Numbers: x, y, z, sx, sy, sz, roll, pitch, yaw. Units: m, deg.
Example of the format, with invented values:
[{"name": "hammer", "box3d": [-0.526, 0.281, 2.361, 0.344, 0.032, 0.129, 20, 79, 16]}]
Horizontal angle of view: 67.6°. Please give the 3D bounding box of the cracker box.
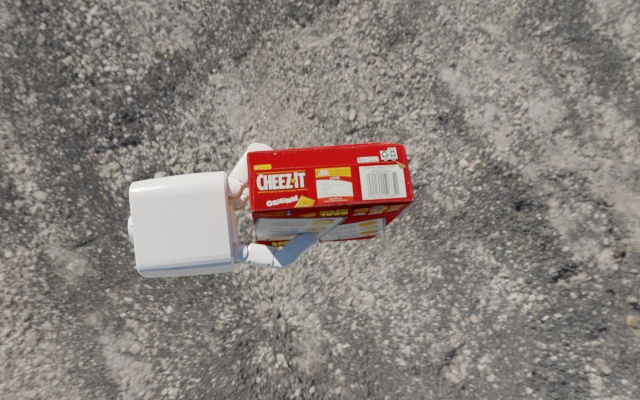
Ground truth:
[{"name": "cracker box", "box3d": [0.000, 0.002, 0.569, 0.164, 0.072, 0.214, -4, -14, -6]}]
